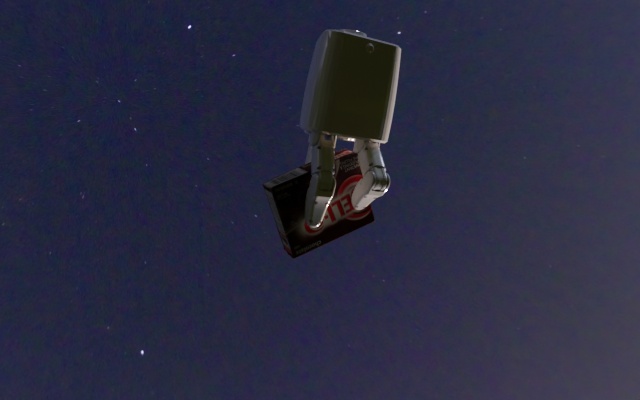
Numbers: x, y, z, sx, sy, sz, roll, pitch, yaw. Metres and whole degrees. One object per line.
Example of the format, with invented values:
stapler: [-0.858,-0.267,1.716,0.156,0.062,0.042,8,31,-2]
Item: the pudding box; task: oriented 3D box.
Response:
pudding box: [0.000,0.002,0.549,0.113,0.090,0.039,-23,21,-16]
